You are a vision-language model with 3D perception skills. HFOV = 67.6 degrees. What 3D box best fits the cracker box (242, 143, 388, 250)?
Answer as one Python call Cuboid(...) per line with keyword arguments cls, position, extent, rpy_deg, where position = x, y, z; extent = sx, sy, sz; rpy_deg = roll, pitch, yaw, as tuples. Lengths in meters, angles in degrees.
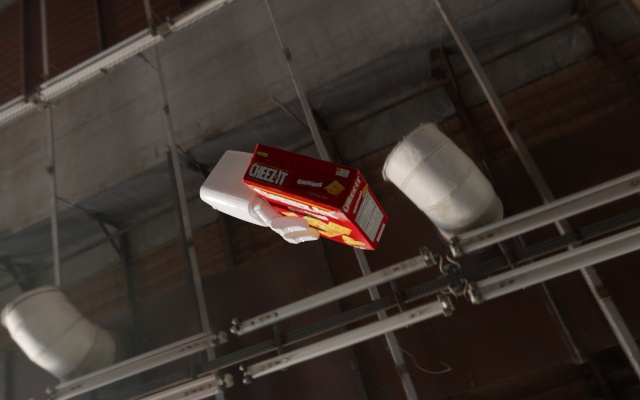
Cuboid(cls="cracker box", position=(0.000, 0.002, 0.747), extent=(0.164, 0.072, 0.214), rpy_deg=(16, -14, 24))
